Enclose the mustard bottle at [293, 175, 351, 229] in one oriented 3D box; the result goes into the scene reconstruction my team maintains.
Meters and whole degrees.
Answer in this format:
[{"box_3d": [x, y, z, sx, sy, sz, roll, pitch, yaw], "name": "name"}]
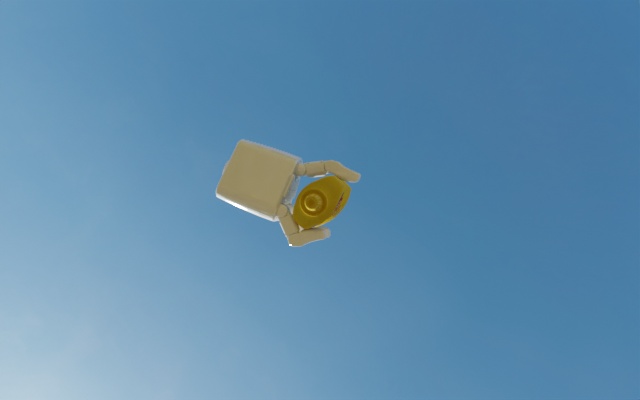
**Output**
[{"box_3d": [0.000, 0.003, 0.765, 0.096, 0.058, 0.191, -45, -6, 6], "name": "mustard bottle"}]
